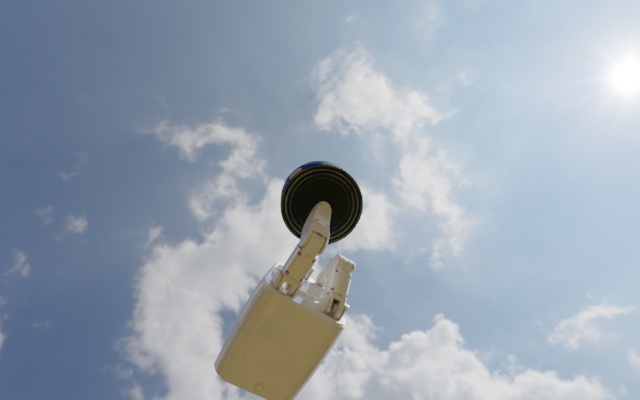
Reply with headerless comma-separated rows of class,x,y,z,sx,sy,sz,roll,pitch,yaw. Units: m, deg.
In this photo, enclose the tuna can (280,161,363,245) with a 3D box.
tuna can,0.000,0.001,0.507,0.086,0.086,0.033,0,14,-6
